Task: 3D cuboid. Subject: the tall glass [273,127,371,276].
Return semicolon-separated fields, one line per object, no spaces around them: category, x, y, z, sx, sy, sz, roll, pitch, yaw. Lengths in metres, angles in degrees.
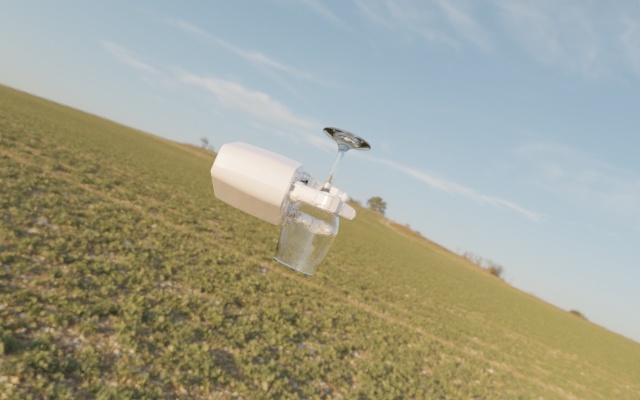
tall glass;0.001;0.002;0.675;0.079;0.201;0.079;22;-7;3
